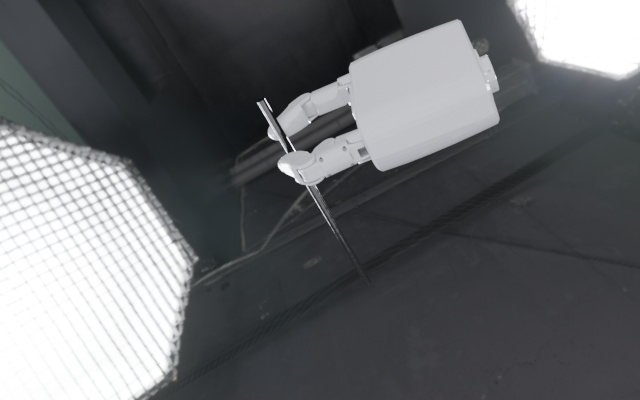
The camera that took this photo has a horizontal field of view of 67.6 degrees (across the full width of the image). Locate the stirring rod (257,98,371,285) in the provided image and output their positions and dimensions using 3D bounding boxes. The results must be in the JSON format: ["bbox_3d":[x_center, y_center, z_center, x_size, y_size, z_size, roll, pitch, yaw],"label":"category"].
[{"bbox_3d":[0.000,0.002,0.486,0.011,0.240,0.011,-23,29,13],"label":"stirring rod"}]
